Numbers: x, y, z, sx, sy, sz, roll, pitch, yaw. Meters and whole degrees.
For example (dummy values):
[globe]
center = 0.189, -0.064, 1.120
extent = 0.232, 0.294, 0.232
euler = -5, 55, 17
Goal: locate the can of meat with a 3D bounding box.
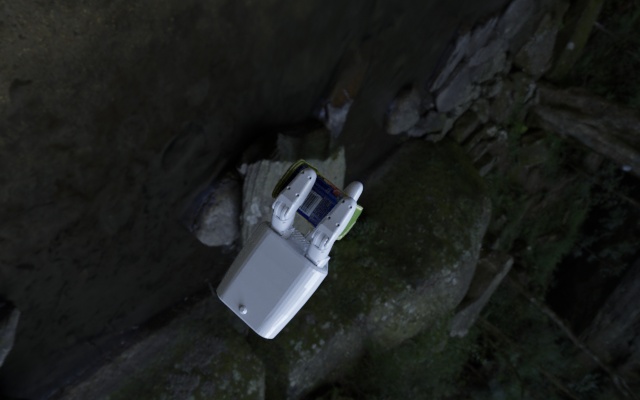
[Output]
[can of meat]
center = 0.000, 0.002, 0.577
extent = 0.084, 0.057, 0.102
euler = 39, 4, 14
